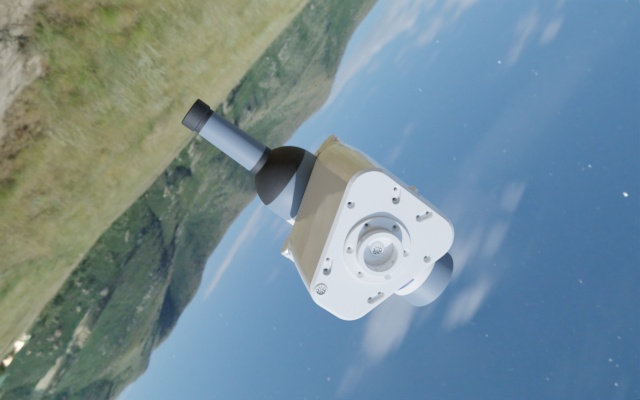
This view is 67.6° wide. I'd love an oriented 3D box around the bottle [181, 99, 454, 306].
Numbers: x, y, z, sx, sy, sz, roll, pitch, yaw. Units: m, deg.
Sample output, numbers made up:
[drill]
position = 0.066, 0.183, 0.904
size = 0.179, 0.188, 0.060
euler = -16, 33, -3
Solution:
[bottle]
position = 0.000, 0.002, 0.463
size = 0.296, 0.069, 0.069
euler = 35, -11, -16
